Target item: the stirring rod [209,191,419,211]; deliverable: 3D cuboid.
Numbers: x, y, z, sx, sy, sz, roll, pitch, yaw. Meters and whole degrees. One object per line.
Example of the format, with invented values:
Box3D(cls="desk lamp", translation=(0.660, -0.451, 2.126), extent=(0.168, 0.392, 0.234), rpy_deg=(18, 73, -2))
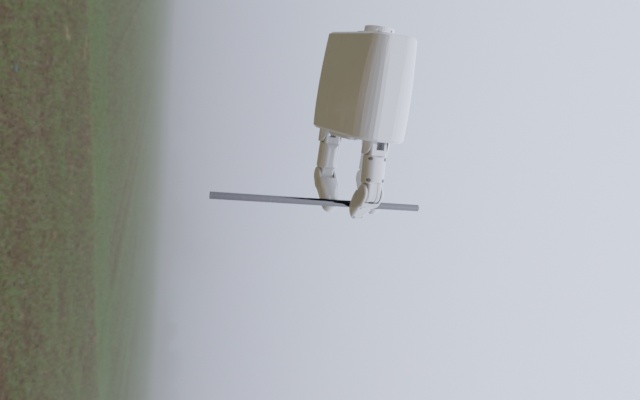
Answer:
Box3D(cls="stirring rod", translation=(0.000, 0.002, 0.529), extent=(0.239, 0.011, 0.011), rpy_deg=(4, -1, -17))
